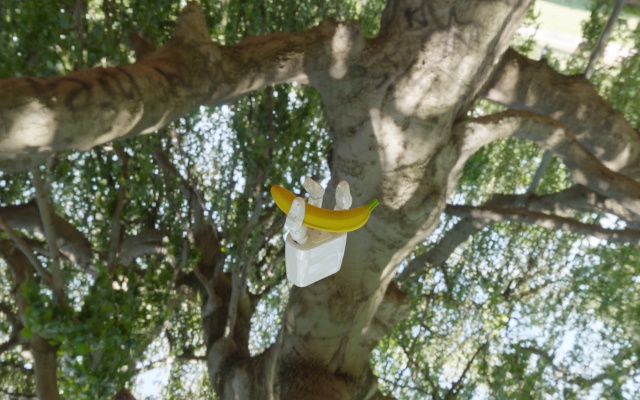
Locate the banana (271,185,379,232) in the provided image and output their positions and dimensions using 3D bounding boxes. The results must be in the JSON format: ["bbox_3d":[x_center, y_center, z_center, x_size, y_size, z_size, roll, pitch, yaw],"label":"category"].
[{"bbox_3d":[-0.001,0.018,0.832,0.198,0.069,0.037,9,-33,14],"label":"banana"}]
